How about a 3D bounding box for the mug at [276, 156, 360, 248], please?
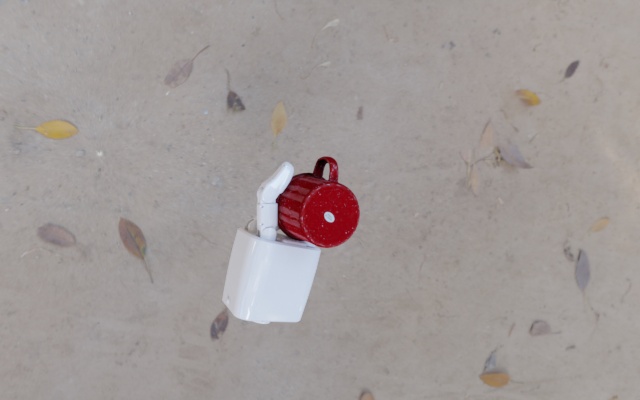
[{"bbox_3d":[0.001,0.001,0.605,0.093,0.117,0.081,14,1,-25],"label":"mug"}]
